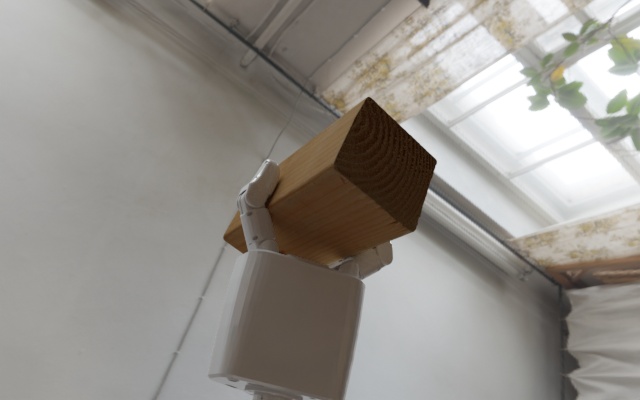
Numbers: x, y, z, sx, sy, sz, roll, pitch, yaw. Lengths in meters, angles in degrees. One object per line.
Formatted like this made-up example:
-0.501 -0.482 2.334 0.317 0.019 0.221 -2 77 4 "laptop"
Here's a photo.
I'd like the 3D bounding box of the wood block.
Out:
0.000 0.002 0.469 0.091 0.090 0.206 39 -37 -17 "wood block"
